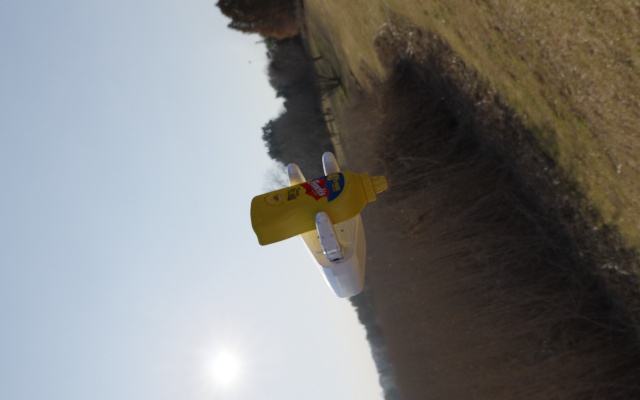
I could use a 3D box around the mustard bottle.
[{"bbox_3d":[0.000,0.002,0.668,0.191,0.058,0.096,-16,27,4],"label":"mustard bottle"}]
